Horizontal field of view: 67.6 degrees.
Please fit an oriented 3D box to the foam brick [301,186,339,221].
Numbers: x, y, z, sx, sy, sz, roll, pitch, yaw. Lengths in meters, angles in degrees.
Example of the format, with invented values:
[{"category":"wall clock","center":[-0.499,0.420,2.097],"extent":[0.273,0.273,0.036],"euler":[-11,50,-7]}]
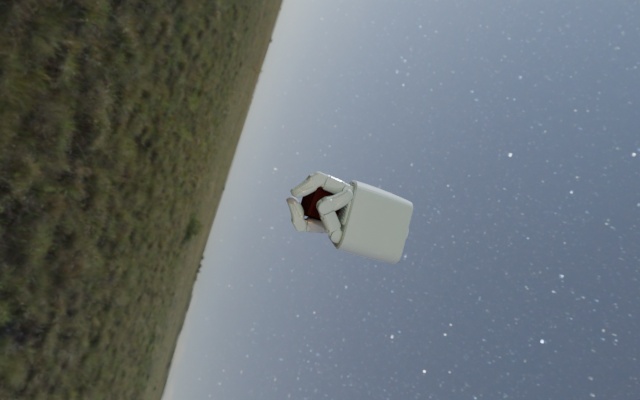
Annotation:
[{"category":"foam brick","center":[0.000,0.002,0.808],"extent":[0.051,0.053,0.078],"euler":[17,7,-13]}]
